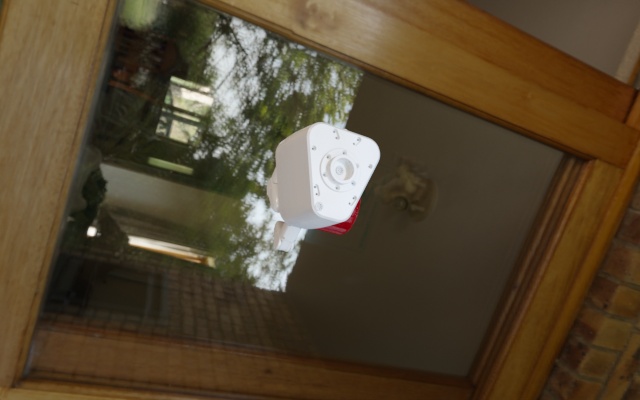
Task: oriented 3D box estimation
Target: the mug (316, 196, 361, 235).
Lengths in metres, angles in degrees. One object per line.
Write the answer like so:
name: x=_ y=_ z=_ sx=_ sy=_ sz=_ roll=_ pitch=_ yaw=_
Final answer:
mug: x=0.000 y=0.002 z=0.692 sx=0.081 sy=0.093 sz=0.117 roll=15 pitch=-9 yaw=-20
